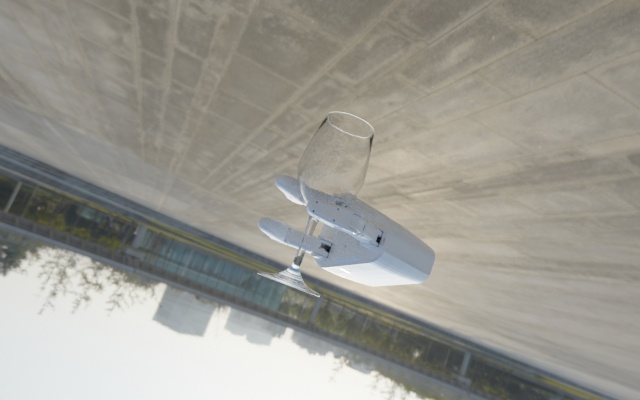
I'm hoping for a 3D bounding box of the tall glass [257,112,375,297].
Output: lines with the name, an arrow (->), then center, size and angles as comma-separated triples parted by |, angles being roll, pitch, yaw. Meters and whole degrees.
tall glass -> 0.000, 0.002, 0.544 | 0.079, 0.201, 0.079 | 20, -11, 4
